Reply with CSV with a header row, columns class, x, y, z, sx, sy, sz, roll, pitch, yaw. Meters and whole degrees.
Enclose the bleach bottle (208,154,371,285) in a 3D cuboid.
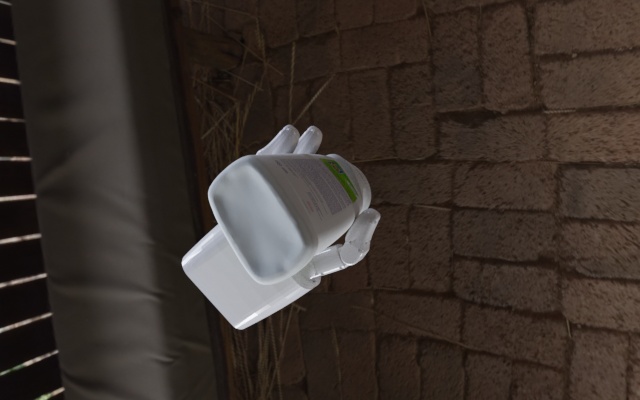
class,x,y,z,sx,sy,sz,roll,pitch,yaw
bleach bottle,0.000,0.001,0.476,0.068,0.102,0.251,-36,-9,23
